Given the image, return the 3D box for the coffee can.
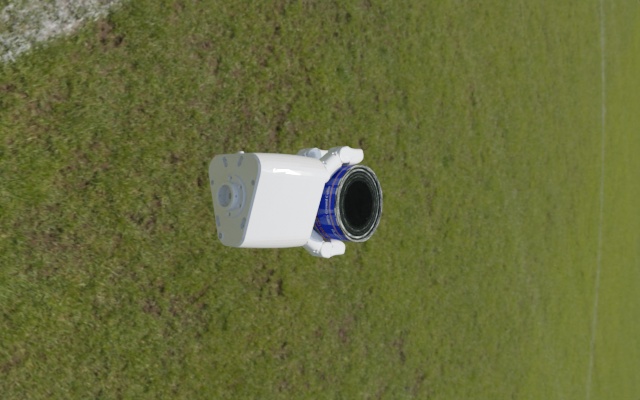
[{"bbox_3d":[0.000,0.002,0.670,0.140,0.103,0.103,2,1,41],"label":"coffee can"}]
